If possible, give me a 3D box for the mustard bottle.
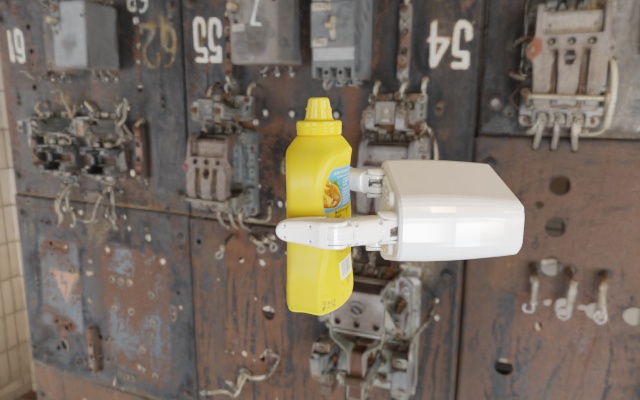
[{"bbox_3d":[0.000,0.002,0.449,0.058,0.192,0.096,4,12,21],"label":"mustard bottle"}]
